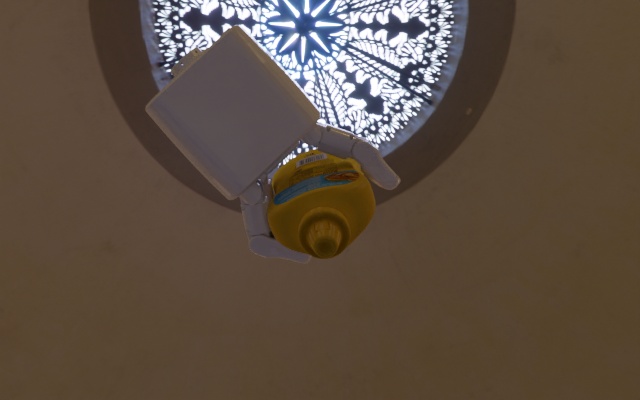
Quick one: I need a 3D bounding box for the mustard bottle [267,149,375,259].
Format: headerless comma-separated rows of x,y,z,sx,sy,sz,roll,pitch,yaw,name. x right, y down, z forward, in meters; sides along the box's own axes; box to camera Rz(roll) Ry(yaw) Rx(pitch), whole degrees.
0.000,0.002,0.439,0.096,0.058,0.191,-16,19,3,mustard bottle
